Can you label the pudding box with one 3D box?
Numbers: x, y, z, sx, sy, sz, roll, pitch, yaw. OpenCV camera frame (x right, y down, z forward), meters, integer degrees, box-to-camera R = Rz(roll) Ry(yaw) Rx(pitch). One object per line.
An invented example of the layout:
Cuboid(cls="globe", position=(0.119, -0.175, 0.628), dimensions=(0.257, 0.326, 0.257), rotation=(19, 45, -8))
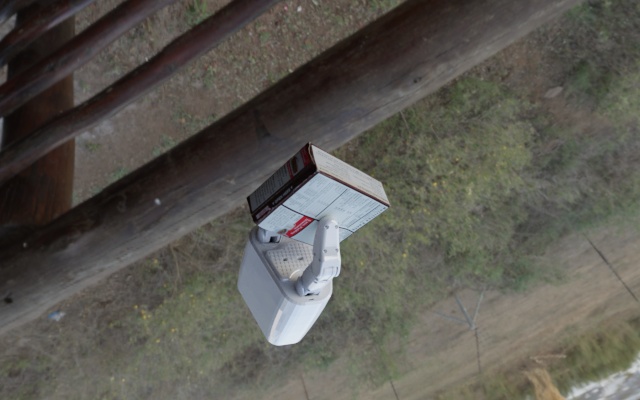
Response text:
Cuboid(cls="pudding box", position=(0.000, 0.002, 0.468), dimensions=(0.090, 0.039, 0.113), rotation=(-40, -39, 25))
